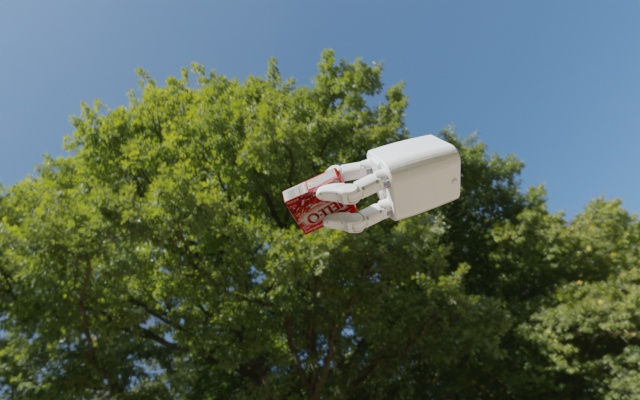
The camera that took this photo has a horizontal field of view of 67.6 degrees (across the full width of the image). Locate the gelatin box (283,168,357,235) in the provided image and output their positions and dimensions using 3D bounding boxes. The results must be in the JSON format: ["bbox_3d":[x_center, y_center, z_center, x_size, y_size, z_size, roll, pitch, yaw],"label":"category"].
[{"bbox_3d":[0.000,0.002,0.700,0.089,0.073,0.030,-24,39,6],"label":"gelatin box"}]
